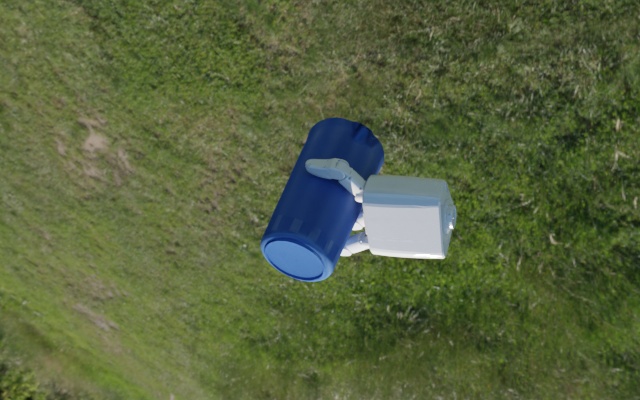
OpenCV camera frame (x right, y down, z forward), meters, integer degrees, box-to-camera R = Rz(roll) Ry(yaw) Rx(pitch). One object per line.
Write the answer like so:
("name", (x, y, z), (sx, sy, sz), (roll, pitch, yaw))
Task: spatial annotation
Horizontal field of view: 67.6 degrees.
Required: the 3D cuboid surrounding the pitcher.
("pitcher", (0.000, 0.002, 0.730), (0.145, 0.242, 0.149), (2, -44, 26))
